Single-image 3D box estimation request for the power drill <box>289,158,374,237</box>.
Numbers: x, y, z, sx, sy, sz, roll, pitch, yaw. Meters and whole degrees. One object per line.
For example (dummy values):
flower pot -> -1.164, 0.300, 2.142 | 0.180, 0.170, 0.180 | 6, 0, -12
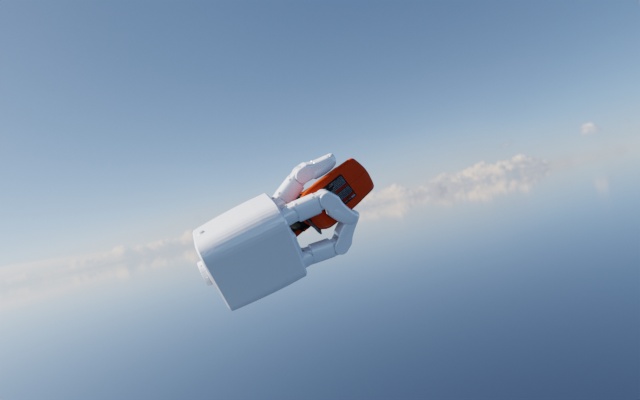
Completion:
power drill -> 0.000, 0.002, 0.692 | 0.184, 0.057, 0.188 | -41, 3, -26
